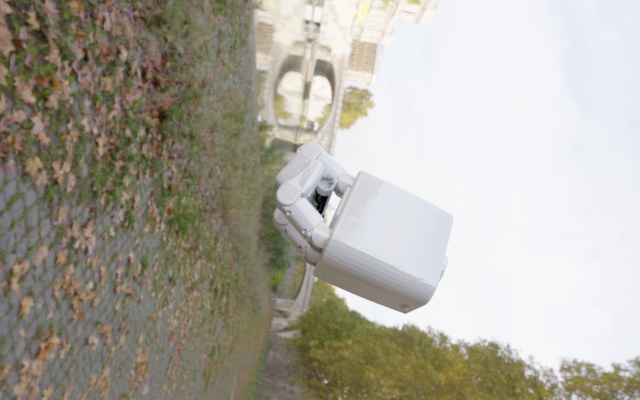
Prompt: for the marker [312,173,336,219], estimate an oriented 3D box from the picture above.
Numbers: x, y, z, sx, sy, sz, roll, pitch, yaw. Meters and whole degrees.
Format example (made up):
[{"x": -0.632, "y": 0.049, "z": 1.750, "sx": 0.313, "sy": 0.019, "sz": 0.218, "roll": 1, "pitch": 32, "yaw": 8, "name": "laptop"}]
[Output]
[{"x": 0.000, "y": 0.002, "z": 0.517, "sx": 0.020, "sy": 0.020, "sz": 0.121, "roll": 0, "pitch": -19, "yaw": -6, "name": "marker"}]
